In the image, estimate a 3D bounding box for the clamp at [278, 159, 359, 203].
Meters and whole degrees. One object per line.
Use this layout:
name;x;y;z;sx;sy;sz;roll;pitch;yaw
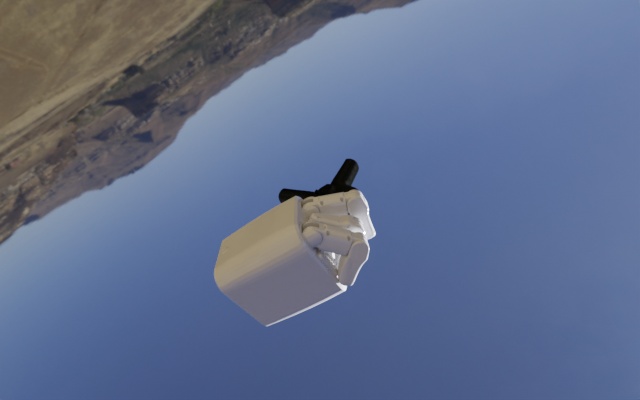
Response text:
clamp;0.000;0.003;0.614;0.120;0.039;0.171;-27;21;10
